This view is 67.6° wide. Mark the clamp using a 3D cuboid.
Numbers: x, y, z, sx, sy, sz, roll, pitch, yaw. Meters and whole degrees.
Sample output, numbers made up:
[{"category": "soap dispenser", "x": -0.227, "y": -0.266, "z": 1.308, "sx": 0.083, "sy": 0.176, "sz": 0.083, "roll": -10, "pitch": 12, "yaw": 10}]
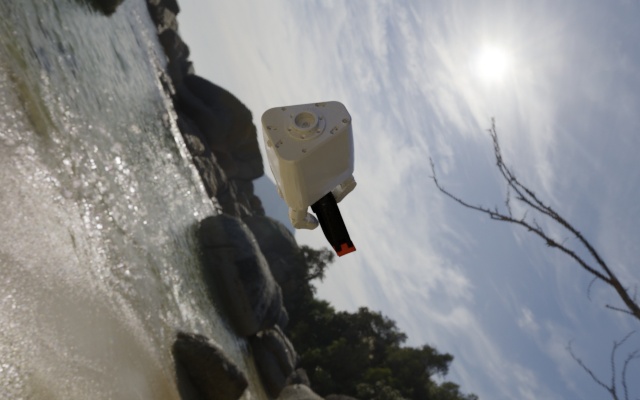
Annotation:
[{"category": "clamp", "x": 0.001, "y": 0.002, "z": 0.733, "sx": 0.036, "sy": 0.210, "sz": 0.165, "roll": -21, "pitch": -30, "yaw": -8}]
